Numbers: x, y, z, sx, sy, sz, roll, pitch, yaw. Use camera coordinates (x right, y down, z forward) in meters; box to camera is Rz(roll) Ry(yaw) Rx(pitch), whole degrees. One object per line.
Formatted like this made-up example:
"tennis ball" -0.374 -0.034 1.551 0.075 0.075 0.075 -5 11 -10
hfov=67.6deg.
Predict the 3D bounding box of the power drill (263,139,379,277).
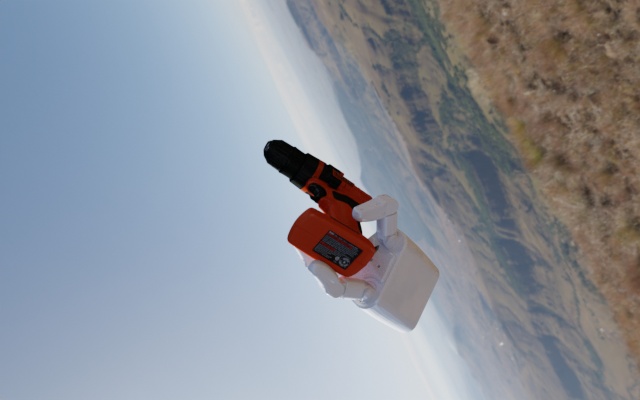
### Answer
"power drill" 0.000 0.002 0.626 0.184 0.057 0.187 31 25 -16
